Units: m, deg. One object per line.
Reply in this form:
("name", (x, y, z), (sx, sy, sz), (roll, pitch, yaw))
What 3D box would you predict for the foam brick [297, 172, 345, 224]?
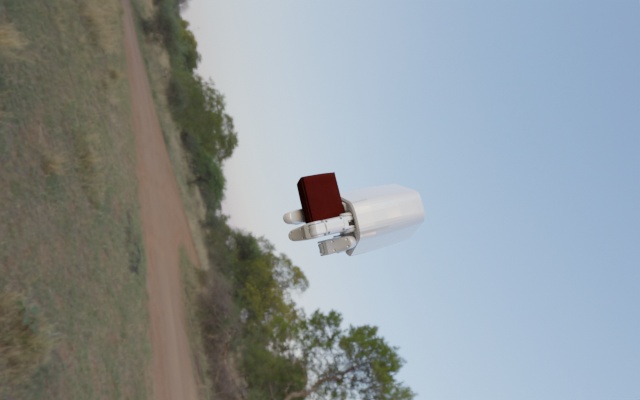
("foam brick", (0.000, 0.002, 0.705), (0.051, 0.078, 0.053), (-12, -5, -12))
